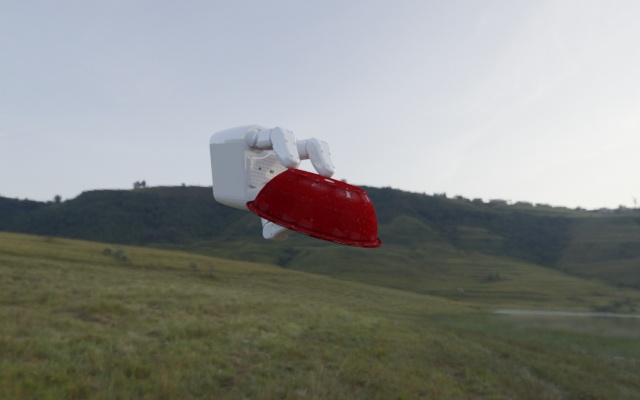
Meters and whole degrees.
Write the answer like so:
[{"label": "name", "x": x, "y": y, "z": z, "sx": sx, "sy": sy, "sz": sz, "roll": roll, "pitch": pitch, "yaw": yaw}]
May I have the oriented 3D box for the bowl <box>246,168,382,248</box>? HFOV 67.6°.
[{"label": "bowl", "x": 0.001, "y": 0.002, "z": 0.545, "sx": 0.162, "sy": 0.055, "sz": 0.162, "roll": 17, "pitch": 7, "yaw": -2}]
